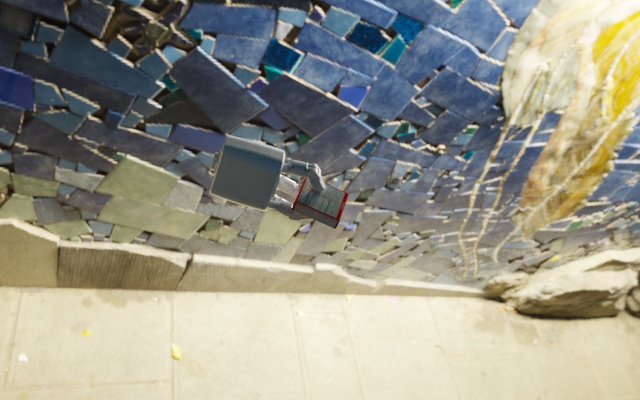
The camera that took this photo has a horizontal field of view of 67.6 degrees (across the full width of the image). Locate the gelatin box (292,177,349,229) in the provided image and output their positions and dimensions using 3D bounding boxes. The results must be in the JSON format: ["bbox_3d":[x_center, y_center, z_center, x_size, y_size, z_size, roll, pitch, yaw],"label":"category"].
[{"bbox_3d":[0.001,0.003,0.877,0.089,0.073,0.030,23,-44,-2],"label":"gelatin box"}]
